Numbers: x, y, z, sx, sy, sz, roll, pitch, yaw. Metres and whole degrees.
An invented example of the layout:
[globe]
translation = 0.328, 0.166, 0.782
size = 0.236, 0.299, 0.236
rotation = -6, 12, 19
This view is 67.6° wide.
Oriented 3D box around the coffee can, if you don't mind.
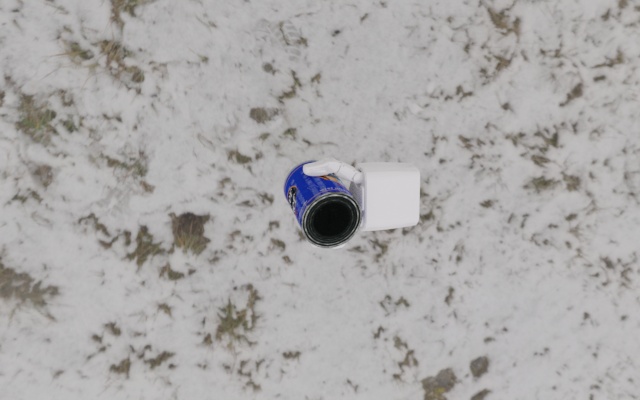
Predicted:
[coffee can]
translation = 0.000, 0.003, 0.821
size = 0.103, 0.103, 0.140
rotation = 0, 26, -17
